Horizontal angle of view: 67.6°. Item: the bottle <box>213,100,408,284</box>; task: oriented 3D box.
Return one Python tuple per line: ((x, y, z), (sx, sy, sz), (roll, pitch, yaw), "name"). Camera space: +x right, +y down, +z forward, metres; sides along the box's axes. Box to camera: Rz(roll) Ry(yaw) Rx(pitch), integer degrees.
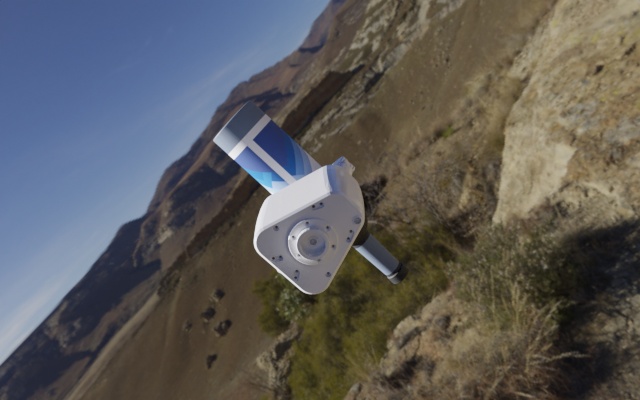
((0.000, 0.002, 0.599), (0.296, 0.069, 0.069), (43, -10, -11), "bottle")
